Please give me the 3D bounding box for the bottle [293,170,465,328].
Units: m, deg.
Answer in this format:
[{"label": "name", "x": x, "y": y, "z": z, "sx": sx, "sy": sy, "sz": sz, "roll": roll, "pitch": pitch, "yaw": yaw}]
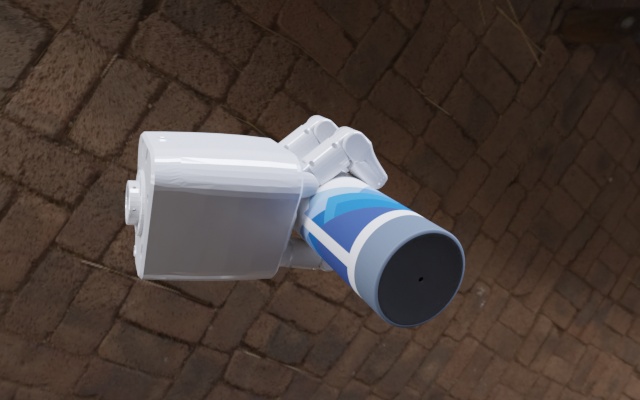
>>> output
[{"label": "bottle", "x": 0.000, "y": 0.001, "z": 0.412, "sx": 0.069, "sy": 0.069, "sz": 0.295, "roll": 0, "pitch": 19, "yaw": -26}]
